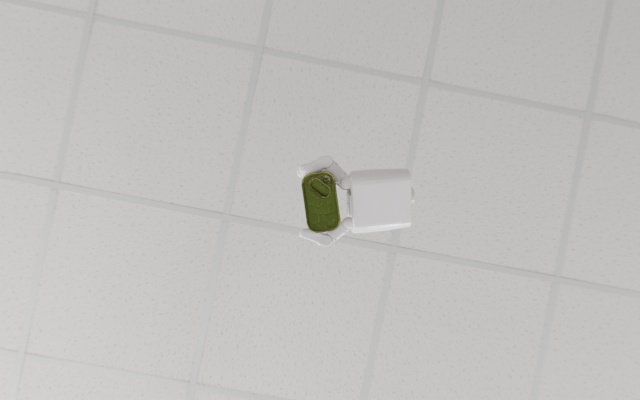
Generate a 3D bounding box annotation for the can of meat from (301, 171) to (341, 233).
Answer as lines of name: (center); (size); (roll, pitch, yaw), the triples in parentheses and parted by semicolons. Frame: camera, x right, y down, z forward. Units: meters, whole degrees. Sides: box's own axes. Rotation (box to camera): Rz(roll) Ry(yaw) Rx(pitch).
can of meat: (0.000, 0.003, 0.838); (0.057, 0.102, 0.084); (-8, 0, -1)
